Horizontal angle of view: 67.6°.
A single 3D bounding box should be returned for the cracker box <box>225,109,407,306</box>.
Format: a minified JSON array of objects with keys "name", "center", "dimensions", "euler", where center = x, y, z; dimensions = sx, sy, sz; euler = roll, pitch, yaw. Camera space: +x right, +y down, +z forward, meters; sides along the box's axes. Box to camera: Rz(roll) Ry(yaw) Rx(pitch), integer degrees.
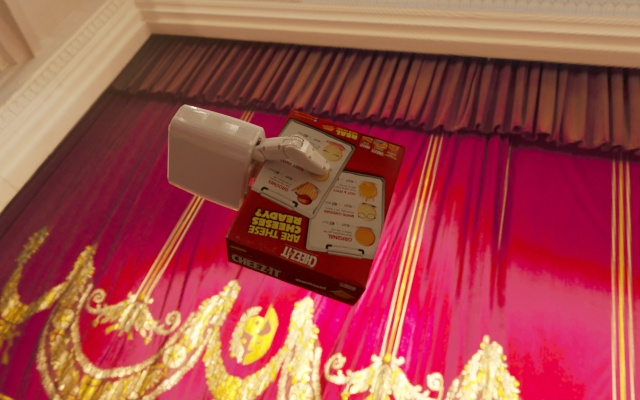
[{"name":"cracker box","center":[0.000,0.002,0.596],"dimensions":[0.164,0.213,0.072],"euler":[19,-33,3]}]
